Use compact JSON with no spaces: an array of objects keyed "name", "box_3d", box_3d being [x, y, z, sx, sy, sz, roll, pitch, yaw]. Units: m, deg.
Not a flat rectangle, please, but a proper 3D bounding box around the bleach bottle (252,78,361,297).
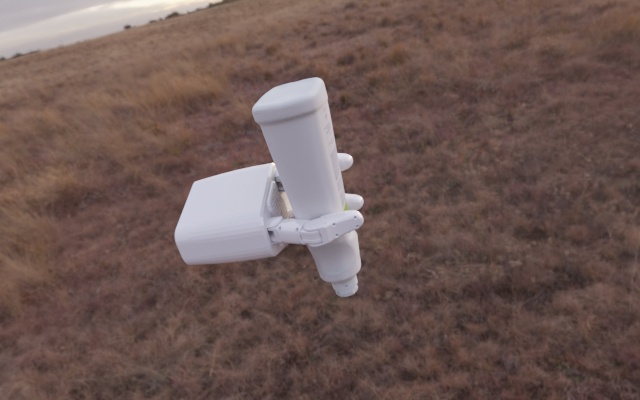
[{"name":"bleach bottle","box_3d":[0.000,0.002,0.523,0.068,0.251,0.102,-10,24,13]}]
